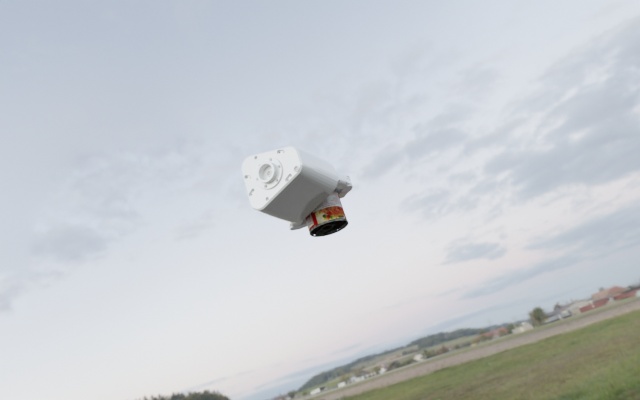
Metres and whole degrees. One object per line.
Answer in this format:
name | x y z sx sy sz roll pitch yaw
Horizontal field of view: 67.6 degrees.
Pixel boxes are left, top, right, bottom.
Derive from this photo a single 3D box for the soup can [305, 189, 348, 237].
soup can | 0.000 0.002 0.817 0.068 0.102 0.068 -15 -21 -6
